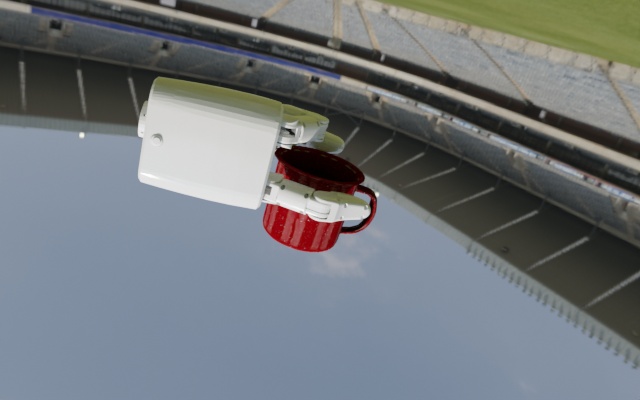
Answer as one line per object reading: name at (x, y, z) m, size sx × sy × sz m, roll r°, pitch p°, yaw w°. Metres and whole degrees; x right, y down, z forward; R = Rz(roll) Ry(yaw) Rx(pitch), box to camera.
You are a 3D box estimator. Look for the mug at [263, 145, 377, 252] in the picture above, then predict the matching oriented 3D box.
mug at (0.001, 0.002, 0.490) m, size 0.117 × 0.081 × 0.093 m, roll 13°, pitch 22°, yaw -13°
